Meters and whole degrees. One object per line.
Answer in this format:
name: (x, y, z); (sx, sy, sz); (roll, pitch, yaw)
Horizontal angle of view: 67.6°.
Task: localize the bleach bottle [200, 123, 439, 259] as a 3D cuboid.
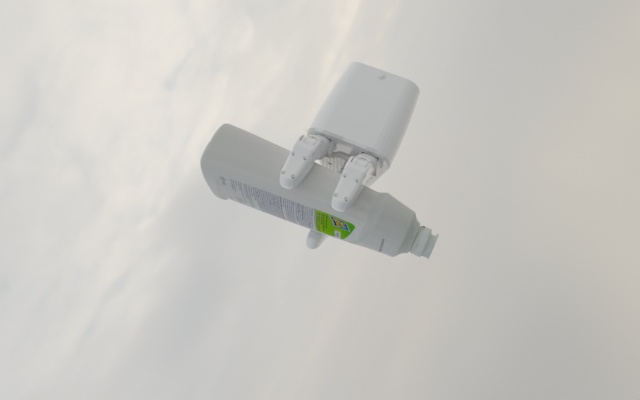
bleach bottle: (0.000, 0.002, 0.510); (0.251, 0.068, 0.103); (23, -19, 12)
